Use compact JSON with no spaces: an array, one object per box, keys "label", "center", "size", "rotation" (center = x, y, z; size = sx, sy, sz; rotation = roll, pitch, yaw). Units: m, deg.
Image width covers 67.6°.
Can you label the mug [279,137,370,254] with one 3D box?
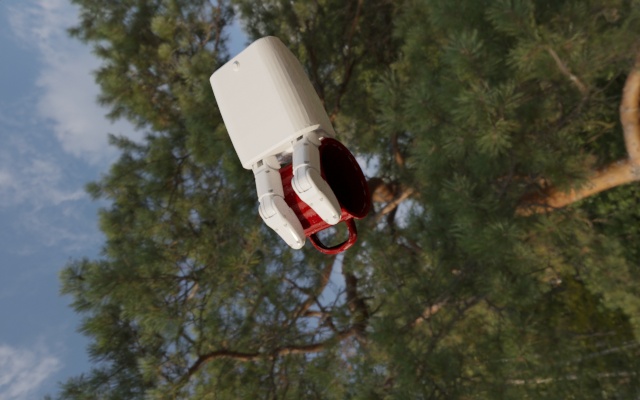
[{"label":"mug","center":[0.001,0.003,0.520],"size":[0.081,0.117,0.093],"rotation":[-26,-6,29]}]
